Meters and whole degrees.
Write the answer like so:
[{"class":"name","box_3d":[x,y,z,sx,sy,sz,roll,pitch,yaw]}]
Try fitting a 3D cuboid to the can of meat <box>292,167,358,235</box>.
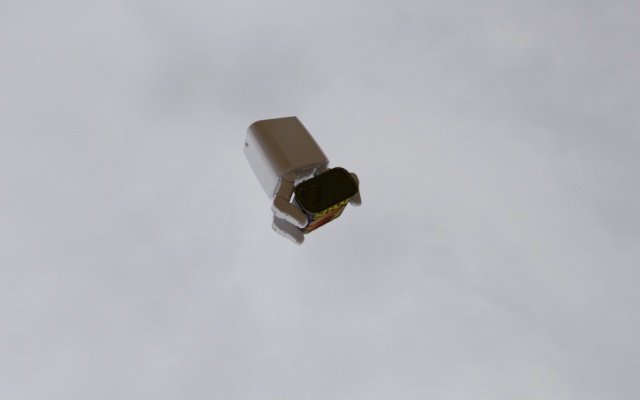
[{"class":"can of meat","box_3d":[0.000,0.003,0.765,0.102,0.057,0.084,-26,-19,-26]}]
